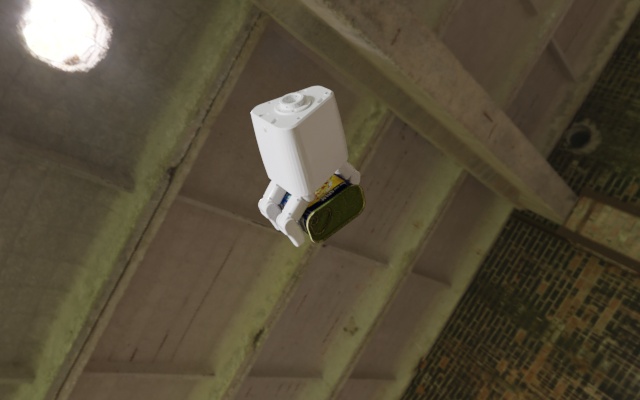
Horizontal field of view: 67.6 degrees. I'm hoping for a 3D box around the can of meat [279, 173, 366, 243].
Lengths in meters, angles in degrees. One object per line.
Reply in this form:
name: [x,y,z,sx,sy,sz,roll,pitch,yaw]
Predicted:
can of meat: [0.000,0.002,0.703,0.102,0.057,0.084,-35,43,-20]
